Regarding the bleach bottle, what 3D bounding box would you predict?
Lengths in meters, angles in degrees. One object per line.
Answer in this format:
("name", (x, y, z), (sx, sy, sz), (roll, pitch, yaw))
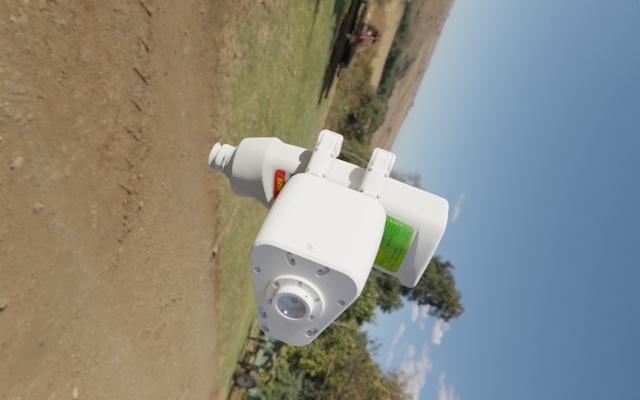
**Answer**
("bleach bottle", (0.000, 0.002, 0.511), (0.251, 0.103, 0.068), (21, 36, 4))
